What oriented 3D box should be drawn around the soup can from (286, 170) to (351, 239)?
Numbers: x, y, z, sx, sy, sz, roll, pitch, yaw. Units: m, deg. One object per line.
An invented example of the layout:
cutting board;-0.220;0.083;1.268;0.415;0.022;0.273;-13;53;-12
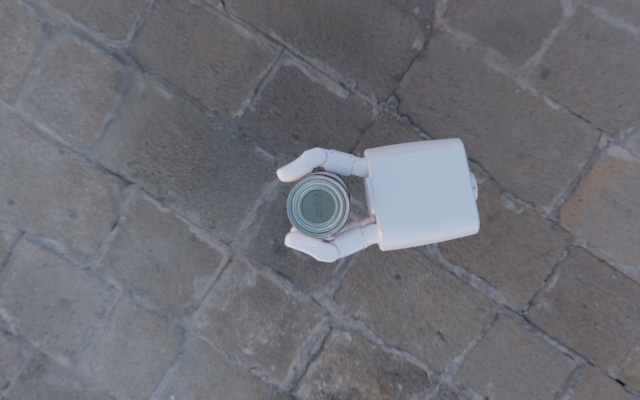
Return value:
soup can;0.000;0.002;0.529;0.068;0.068;0.102;0;6;2
